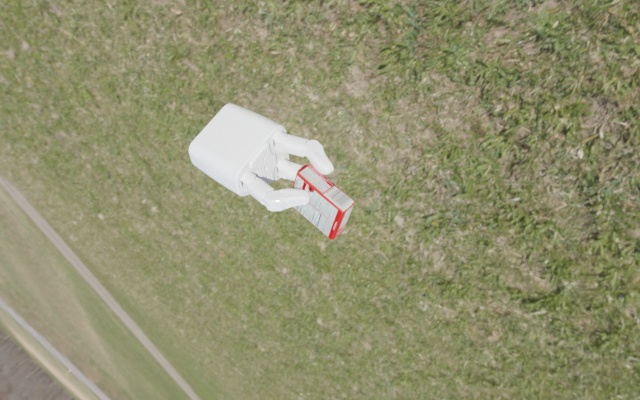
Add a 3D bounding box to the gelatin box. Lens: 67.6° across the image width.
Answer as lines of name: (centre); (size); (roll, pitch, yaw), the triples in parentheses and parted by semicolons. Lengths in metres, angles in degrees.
gelatin box: (0.000, 0.003, 0.666); (0.030, 0.089, 0.073); (-38, -20, -33)
